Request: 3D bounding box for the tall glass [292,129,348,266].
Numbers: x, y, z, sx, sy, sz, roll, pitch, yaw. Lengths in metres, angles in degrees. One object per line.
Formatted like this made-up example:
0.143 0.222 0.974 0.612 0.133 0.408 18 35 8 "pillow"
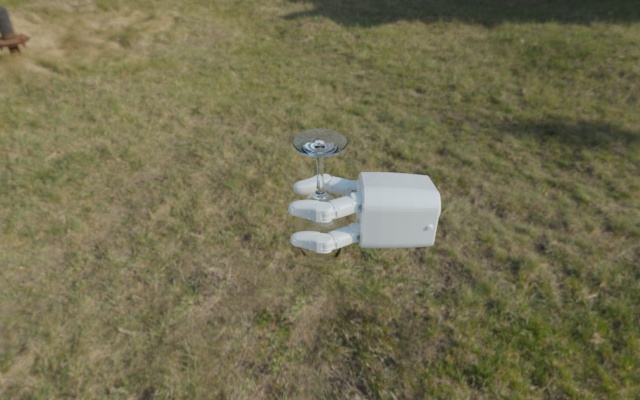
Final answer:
0.000 0.002 0.694 0.079 0.201 0.079 0 36 0 "tall glass"
